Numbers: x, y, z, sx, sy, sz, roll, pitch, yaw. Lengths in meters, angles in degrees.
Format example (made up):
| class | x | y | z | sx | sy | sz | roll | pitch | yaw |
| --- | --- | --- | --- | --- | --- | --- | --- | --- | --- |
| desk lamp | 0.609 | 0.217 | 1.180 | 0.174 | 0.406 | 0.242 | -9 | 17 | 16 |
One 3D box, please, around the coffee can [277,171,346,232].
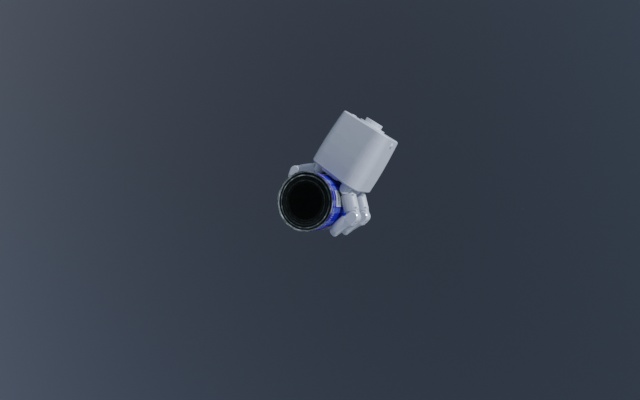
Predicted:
| class | x | y | z | sx | sy | sz | roll | pitch | yaw |
| --- | --- | --- | --- | --- | --- | --- | --- | --- | --- |
| coffee can | 0.000 | 0.003 | 0.859 | 0.103 | 0.103 | 0.140 | 0 | -1 | 23 |
